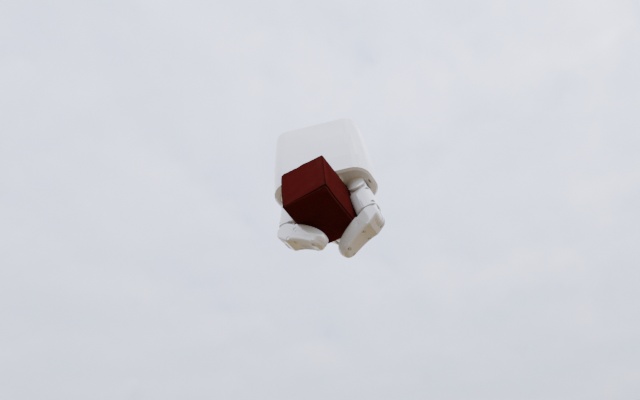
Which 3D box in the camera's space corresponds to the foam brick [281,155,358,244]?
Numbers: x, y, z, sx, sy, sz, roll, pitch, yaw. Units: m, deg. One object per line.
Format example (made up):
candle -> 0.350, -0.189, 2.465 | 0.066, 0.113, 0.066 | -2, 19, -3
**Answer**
foam brick -> 0.000, 0.002, 0.508 | 0.053, 0.051, 0.078 | -25, -48, 17
